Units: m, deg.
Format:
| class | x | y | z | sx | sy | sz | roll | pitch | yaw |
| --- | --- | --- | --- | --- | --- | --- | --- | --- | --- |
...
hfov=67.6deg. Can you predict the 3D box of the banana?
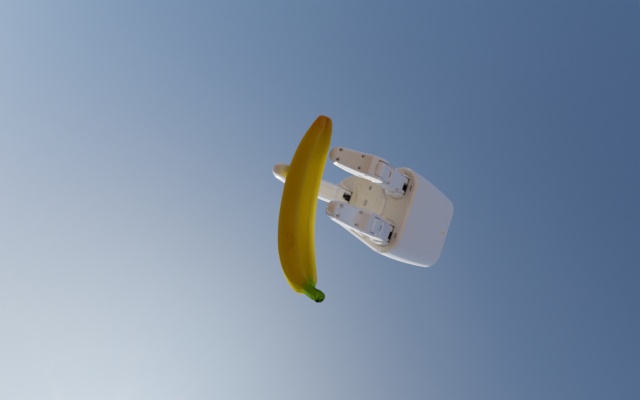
| class | x | y | z | sx | sy | sz | roll | pitch | yaw |
| --- | --- | --- | --- | --- | --- | --- | --- | --- | --- |
| banana | -0.014 | 0.010 | 0.482 | 0.069 | 0.197 | 0.037 | -20 | -31 | 39 |
